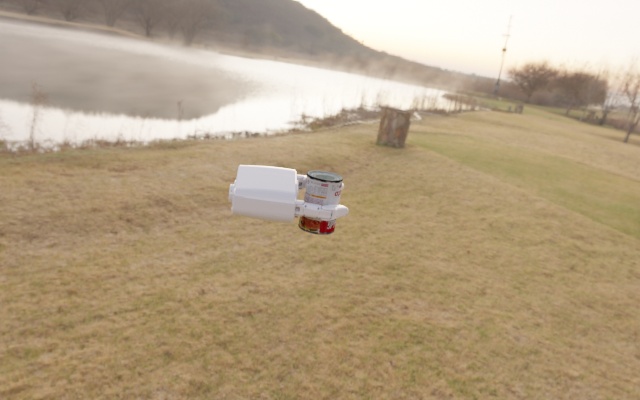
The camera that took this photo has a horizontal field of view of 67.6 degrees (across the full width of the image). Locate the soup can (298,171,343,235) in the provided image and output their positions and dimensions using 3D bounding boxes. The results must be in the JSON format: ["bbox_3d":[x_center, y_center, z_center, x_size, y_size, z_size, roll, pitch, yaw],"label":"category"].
[{"bbox_3d":[0.001,0.003,0.868,0.068,0.102,0.068,9,17,-3],"label":"soup can"}]
